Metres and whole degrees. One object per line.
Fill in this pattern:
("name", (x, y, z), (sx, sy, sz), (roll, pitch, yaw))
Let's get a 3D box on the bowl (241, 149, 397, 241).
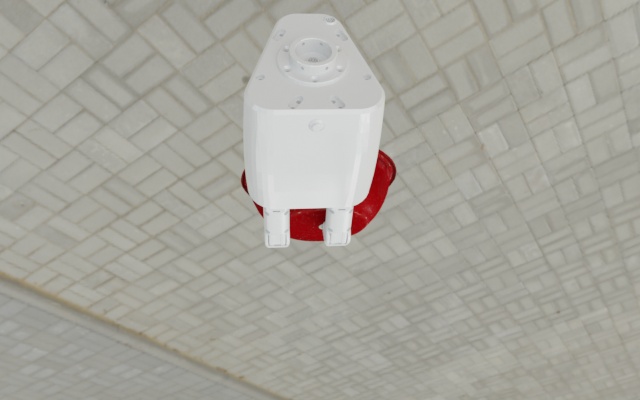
("bowl", (0.000, 0.003, 0.490), (0.162, 0.055, 0.162), (-3, -24, -1))
